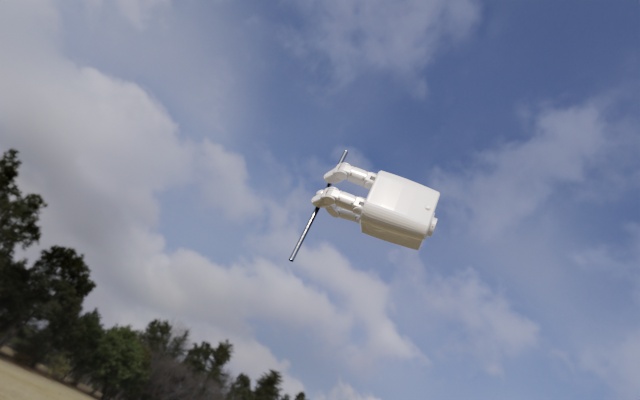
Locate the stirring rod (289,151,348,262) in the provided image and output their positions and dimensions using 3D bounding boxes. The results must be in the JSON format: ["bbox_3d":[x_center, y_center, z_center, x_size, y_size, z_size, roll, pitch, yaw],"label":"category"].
[{"bbox_3d":[0.000,0.003,0.813,0.011,0.239,0.011,19,-32,13],"label":"stirring rod"}]
